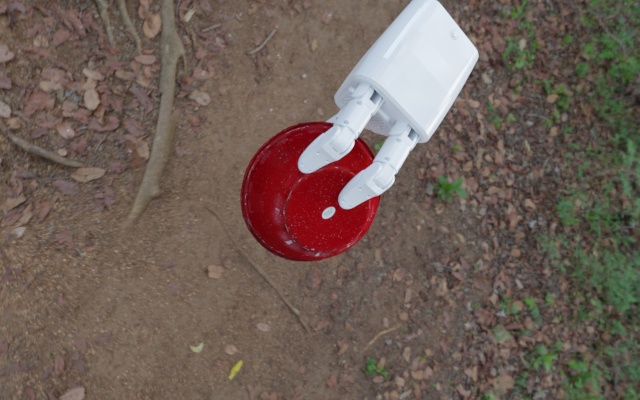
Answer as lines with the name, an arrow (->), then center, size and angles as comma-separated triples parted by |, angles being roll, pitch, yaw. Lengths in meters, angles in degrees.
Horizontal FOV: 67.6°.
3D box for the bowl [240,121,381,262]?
bowl -> 0.000, 0.003, 0.502 | 0.162, 0.162, 0.055 | 0, 19, -18
